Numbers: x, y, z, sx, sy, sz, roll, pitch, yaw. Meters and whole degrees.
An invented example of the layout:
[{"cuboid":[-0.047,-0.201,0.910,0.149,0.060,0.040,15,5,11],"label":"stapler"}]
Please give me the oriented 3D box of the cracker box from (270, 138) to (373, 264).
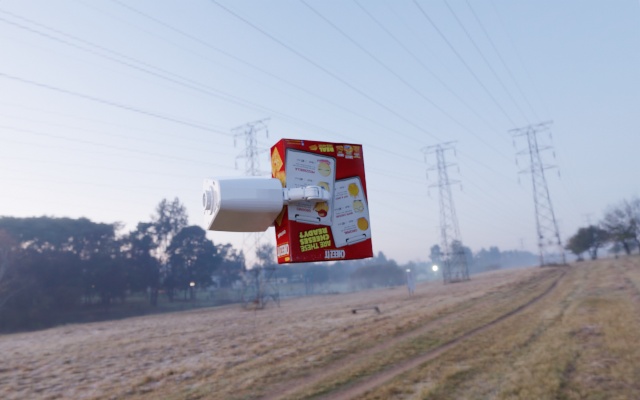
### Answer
[{"cuboid":[0.000,0.003,0.858,0.164,0.213,0.072,1,-11,-27],"label":"cracker box"}]
